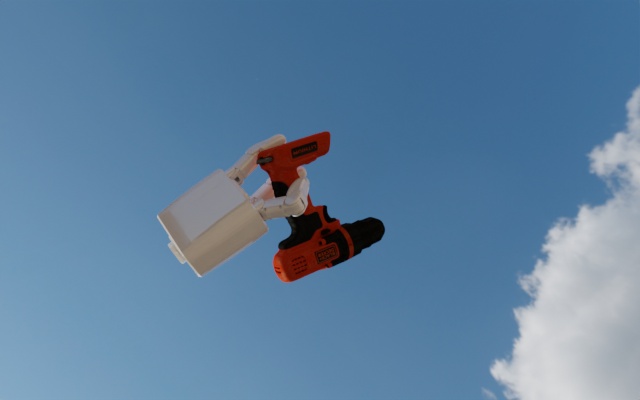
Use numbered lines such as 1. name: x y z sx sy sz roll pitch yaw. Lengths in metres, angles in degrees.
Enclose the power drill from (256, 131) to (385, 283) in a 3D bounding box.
1. power drill: 0.000 0.002 0.673 0.184 0.187 0.057 -21 8 -30
